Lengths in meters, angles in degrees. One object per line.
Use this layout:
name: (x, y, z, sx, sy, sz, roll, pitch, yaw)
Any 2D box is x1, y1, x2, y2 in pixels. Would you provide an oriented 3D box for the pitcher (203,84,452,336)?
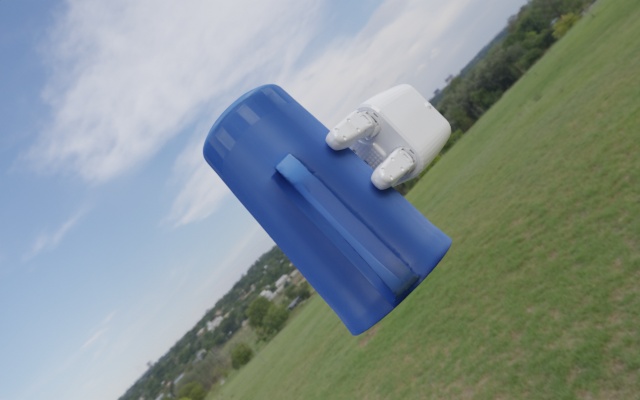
pitcher: (0.000, 0.001, 0.466, 0.145, 0.243, 0.149, -39, -7, -45)
